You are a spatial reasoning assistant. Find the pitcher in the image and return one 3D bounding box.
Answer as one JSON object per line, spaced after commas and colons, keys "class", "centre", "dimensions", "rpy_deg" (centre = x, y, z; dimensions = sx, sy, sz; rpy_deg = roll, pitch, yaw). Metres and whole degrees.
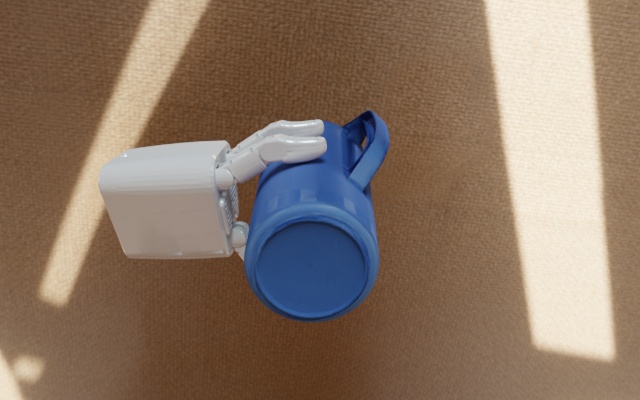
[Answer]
{"class": "pitcher", "centre": [0.000, 0.002, 0.477], "dimensions": [0.145, 0.149, 0.242], "rpy_deg": [-2, 22, 1]}
